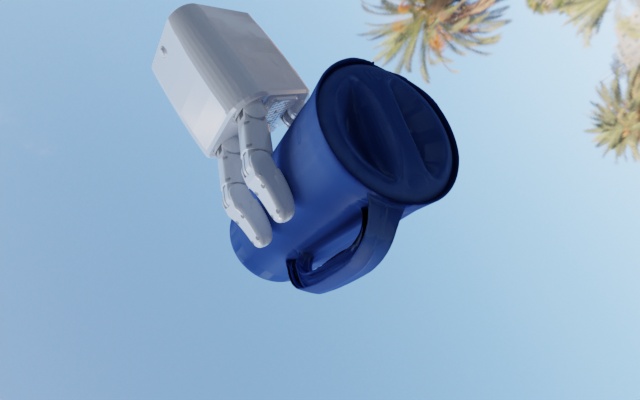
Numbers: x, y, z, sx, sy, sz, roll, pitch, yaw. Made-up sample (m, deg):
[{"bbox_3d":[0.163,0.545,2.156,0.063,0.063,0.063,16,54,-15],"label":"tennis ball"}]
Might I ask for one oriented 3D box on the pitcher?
[{"bbox_3d":[0.000,0.001,0.448,0.149,0.145,0.243,-31,-8,-39],"label":"pitcher"}]
